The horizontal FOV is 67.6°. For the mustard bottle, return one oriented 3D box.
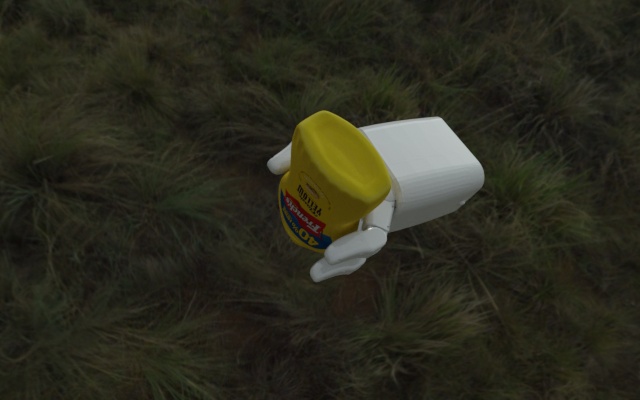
[{"bbox_3d":[0.000,0.002,0.479,0.058,0.096,0.192,-37,-12,-26],"label":"mustard bottle"}]
